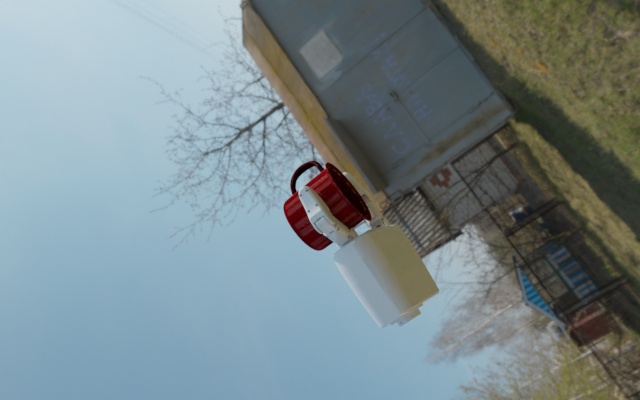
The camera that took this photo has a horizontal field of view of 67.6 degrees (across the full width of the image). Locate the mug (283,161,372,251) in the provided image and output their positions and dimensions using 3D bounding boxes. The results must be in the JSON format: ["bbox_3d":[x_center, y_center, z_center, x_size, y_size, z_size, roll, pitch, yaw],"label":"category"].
[{"bbox_3d":[-0.001,0.001,0.624,0.081,0.117,0.093,-38,-20,14],"label":"mug"}]
